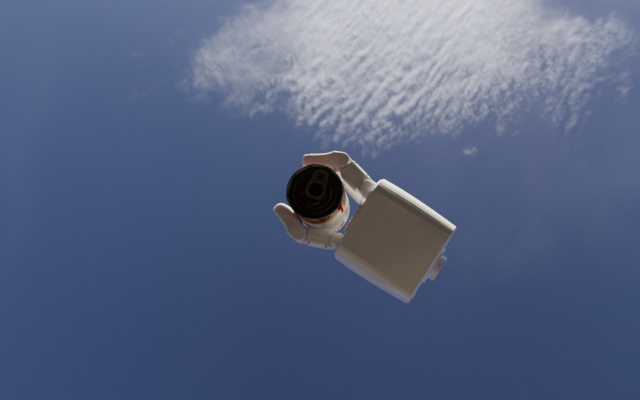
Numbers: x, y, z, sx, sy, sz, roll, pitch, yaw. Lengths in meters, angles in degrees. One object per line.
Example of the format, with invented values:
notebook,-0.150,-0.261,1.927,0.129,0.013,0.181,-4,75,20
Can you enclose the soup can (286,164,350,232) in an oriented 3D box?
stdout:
soup can,0.000,0.002,0.605,0.068,0.068,0.102,0,-15,8
